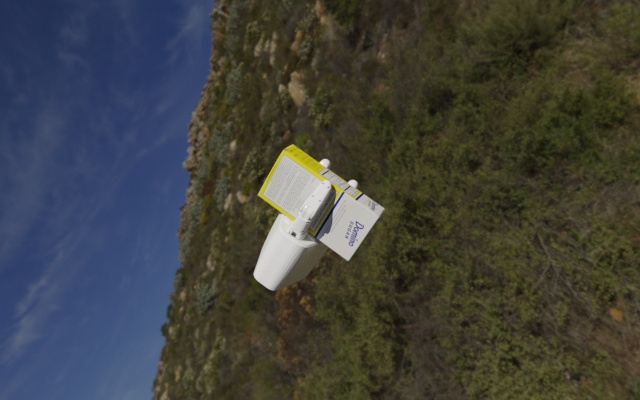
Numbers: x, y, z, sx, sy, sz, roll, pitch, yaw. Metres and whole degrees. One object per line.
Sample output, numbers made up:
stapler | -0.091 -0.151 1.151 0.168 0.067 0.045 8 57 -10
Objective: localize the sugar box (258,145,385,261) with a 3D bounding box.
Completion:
sugar box | 0.000 0.002 0.730 0.176 0.093 0.048 35 27 6
